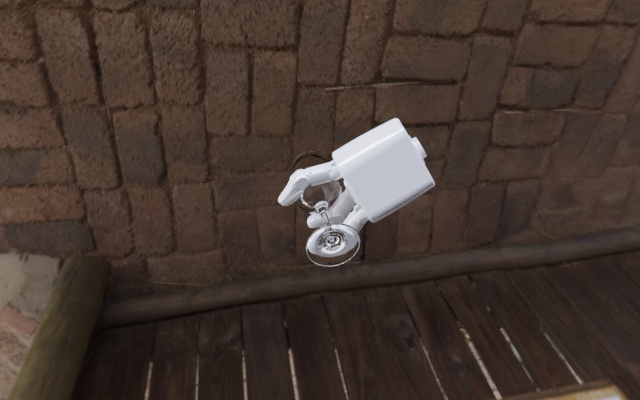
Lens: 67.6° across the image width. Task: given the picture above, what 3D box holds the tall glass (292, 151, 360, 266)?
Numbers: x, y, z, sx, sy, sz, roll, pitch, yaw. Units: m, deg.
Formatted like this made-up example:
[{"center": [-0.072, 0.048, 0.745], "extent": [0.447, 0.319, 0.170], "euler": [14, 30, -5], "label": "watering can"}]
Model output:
[{"center": [0.000, 0.003, 0.710], "extent": [0.079, 0.079, 0.201], "euler": [0, 35, -12], "label": "tall glass"}]
